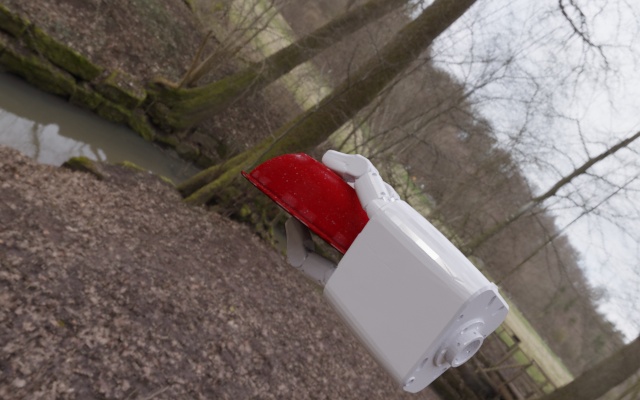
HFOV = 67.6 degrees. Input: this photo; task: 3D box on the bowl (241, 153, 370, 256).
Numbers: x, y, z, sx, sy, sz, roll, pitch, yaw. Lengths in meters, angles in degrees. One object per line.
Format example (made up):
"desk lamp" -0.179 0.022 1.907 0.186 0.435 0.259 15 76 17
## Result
"bowl" -0.001 0.000 0.481 0.162 0.055 0.162 37 -2 2
